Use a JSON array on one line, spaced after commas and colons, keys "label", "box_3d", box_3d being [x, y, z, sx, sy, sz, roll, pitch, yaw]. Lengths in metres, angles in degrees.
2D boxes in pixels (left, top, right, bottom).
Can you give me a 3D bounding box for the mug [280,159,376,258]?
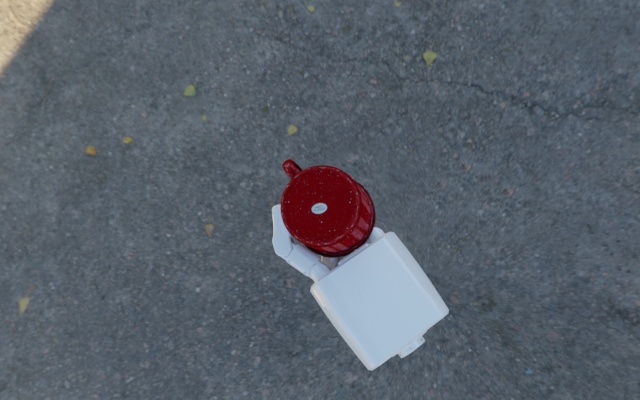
[{"label": "mug", "box_3d": [-0.001, 0.000, 0.499, 0.093, 0.117, 0.081, -38, -15, 3]}]
